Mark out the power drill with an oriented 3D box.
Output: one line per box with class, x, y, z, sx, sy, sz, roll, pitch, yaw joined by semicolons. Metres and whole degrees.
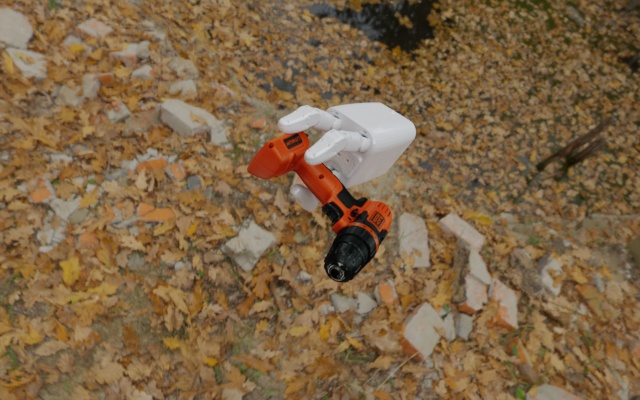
power drill;0.000;0.001;0.594;0.057;0.187;0.184;-46;-2;27
